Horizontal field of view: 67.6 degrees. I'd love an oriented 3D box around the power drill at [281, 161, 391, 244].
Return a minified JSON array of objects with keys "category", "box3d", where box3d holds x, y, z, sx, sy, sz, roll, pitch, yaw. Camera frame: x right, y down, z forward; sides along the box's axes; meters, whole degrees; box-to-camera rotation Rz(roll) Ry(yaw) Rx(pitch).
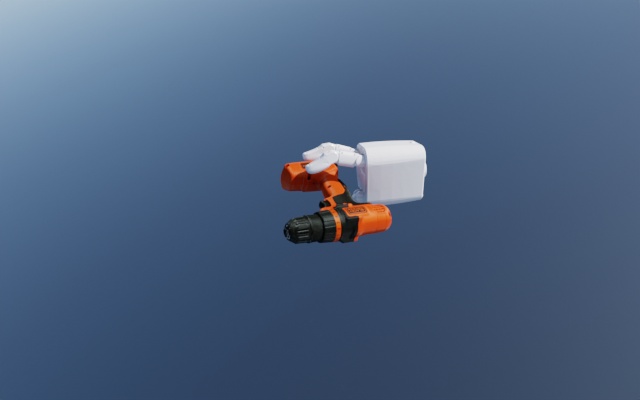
[{"category":"power drill","box3d":[0.000,0.002,0.802,0.184,0.057,0.187,-5,36,-27]}]
